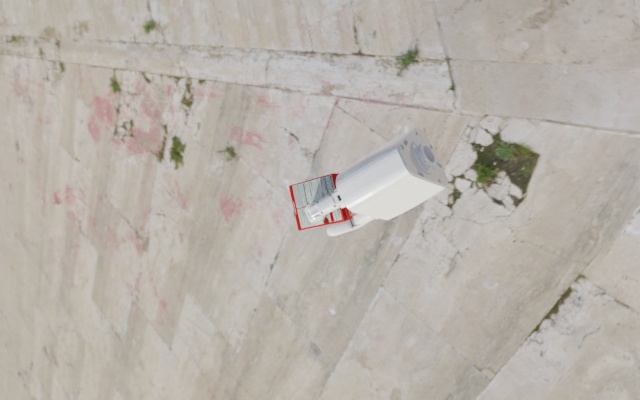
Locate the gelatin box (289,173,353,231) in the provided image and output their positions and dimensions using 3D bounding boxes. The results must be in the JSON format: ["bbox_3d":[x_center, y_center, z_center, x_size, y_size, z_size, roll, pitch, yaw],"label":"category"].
[{"bbox_3d":[0.000,0.003,0.729,0.089,0.073,0.030,-14,-2,33],"label":"gelatin box"}]
